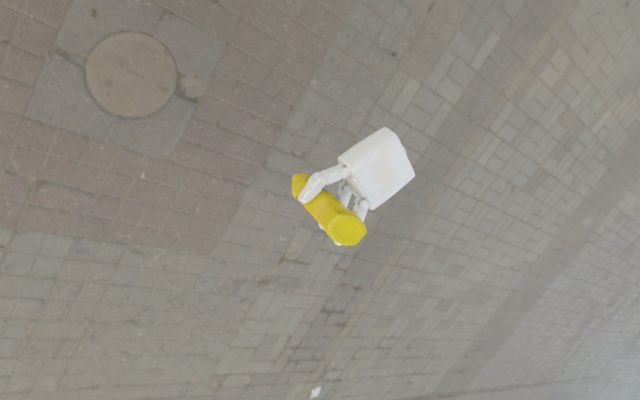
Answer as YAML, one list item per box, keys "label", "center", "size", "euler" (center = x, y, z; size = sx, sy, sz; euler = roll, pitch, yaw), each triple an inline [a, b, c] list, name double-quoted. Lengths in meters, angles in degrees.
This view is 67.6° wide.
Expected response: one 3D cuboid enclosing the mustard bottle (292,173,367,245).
- label: "mustard bottle"
  center: [0.000, 0.003, 0.882]
  size: [0.096, 0.058, 0.191]
  euler: [28, 13, -46]
